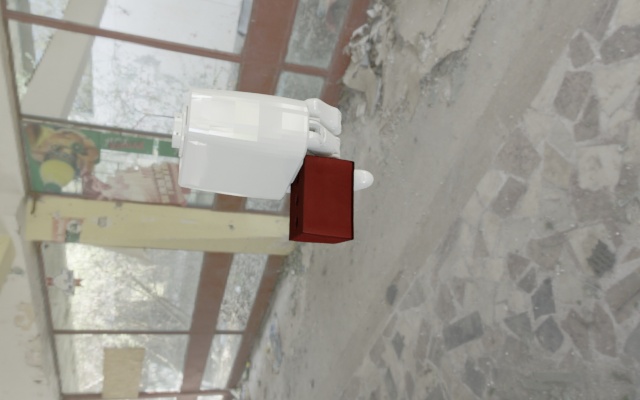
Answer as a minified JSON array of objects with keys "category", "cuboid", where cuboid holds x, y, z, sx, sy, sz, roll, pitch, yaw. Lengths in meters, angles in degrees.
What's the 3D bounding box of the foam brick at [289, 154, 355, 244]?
[{"category":"foam brick","cuboid":[0.000,0.002,0.468,0.051,0.078,0.053,5,-13,-19]}]
